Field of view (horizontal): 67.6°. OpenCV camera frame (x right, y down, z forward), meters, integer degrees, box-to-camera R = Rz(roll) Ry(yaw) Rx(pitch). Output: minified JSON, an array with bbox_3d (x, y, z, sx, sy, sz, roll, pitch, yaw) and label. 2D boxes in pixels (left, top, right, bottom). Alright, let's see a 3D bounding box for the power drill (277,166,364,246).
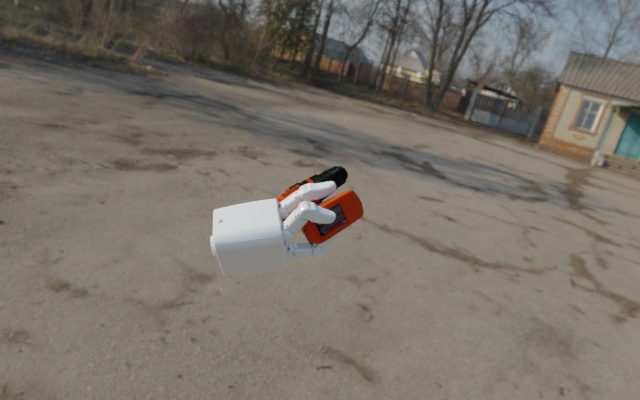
[{"bbox_3d":[0.000,0.003,0.845,0.184,0.057,0.187,-33,20,-14],"label":"power drill"}]
